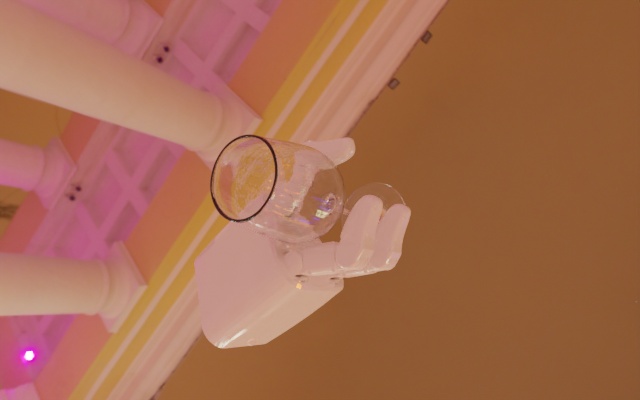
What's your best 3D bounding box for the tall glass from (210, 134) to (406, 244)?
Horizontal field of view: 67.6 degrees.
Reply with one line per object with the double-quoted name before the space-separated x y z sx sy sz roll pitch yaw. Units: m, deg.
"tall glass" 0.001 0.001 0.409 0.079 0.079 0.201 0 -10 33
